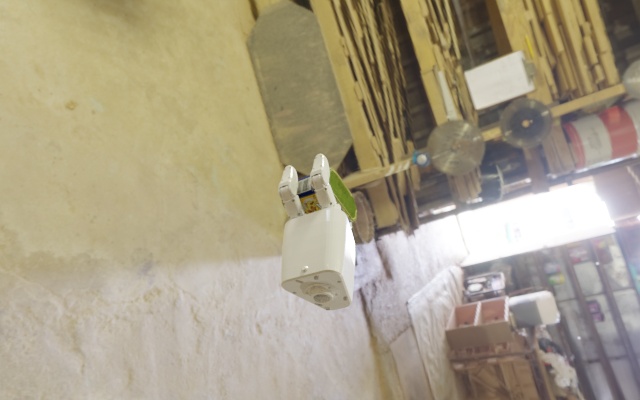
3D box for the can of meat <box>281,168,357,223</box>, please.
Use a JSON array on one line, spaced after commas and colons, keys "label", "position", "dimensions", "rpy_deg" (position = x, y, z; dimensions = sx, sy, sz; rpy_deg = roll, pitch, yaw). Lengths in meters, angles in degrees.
[{"label": "can of meat", "position": [0.000, 0.002, 0.759], "dimensions": [0.084, 0.057, 0.102], "rpy_deg": [-18, -48, 24]}]
